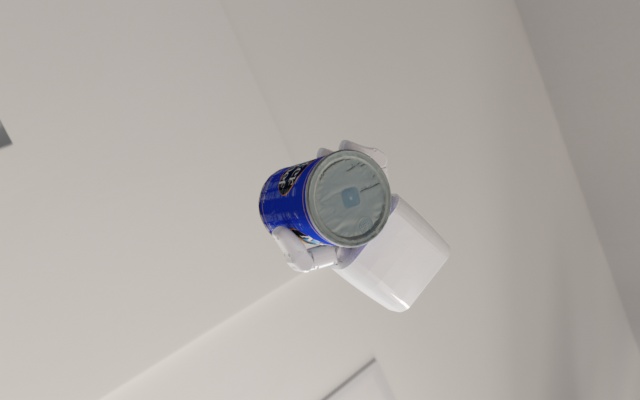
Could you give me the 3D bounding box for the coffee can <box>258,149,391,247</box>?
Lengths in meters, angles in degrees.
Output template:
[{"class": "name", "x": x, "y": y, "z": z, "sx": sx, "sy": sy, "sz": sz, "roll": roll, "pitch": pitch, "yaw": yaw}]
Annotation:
[{"class": "coffee can", "x": 0.000, "y": 0.002, "z": 0.557, "sx": 0.103, "sy": 0.103, "sz": 0.140, "roll": 0, "pitch": -4, "yaw": -28}]
